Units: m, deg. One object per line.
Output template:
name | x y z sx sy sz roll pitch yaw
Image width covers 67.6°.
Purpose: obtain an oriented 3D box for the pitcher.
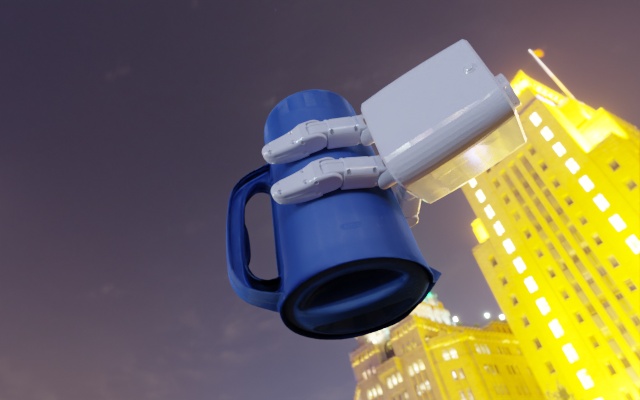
pitcher | 0.000 0.001 0.471 0.145 0.242 0.149 -32 -43 19
